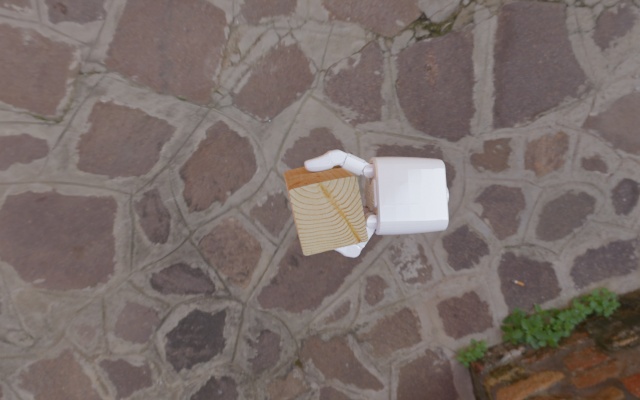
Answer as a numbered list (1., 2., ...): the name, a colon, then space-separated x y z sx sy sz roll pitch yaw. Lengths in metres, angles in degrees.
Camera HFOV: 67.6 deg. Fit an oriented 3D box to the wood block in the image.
1. wood block: 0.000 0.002 0.706 0.090 0.091 0.206 -12 11 -4
